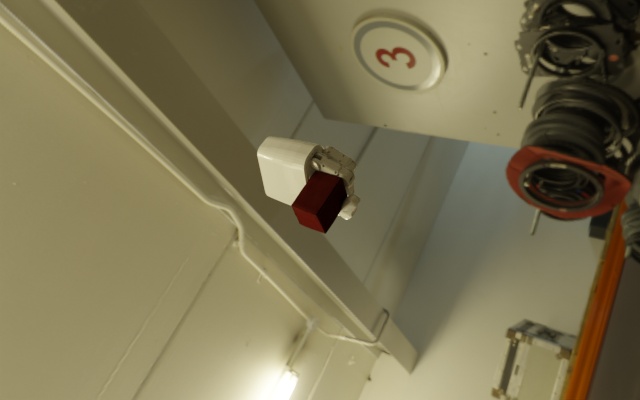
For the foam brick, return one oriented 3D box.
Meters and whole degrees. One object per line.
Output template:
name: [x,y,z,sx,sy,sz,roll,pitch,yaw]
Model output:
foam brick: [0.000,0.003,0.748,0.051,0.078,0.053,18,-31,29]
